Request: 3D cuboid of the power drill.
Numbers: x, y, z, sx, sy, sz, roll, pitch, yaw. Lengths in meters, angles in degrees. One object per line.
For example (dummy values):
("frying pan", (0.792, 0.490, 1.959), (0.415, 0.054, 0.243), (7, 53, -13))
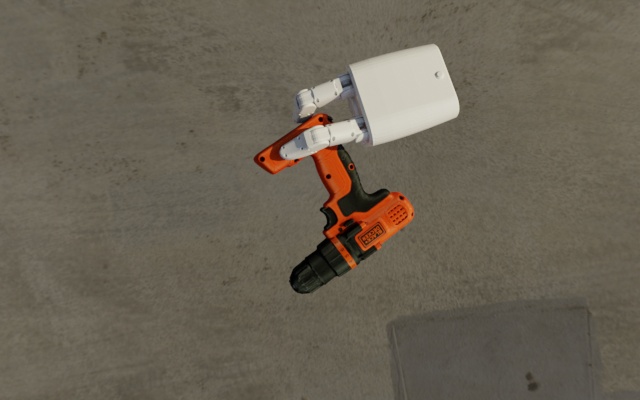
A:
("power drill", (0.000, 0.001, 0.596), (0.184, 0.188, 0.057), (-36, 12, -6))
